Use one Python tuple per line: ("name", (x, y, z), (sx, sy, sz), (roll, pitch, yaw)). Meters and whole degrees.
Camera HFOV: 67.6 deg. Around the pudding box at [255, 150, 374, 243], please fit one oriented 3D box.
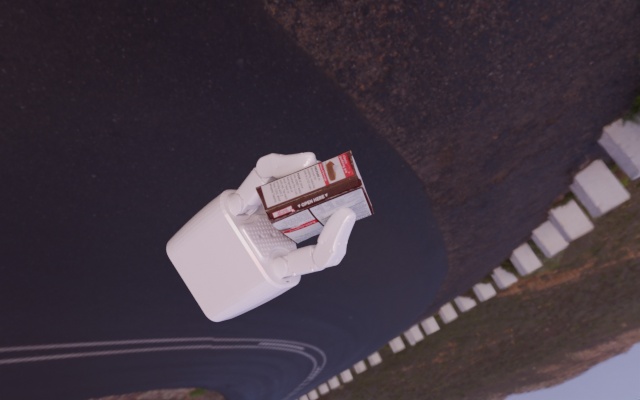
("pudding box", (0.000, 0.002, 0.455), (0.090, 0.039, 0.113), (-22, -16, 5))
